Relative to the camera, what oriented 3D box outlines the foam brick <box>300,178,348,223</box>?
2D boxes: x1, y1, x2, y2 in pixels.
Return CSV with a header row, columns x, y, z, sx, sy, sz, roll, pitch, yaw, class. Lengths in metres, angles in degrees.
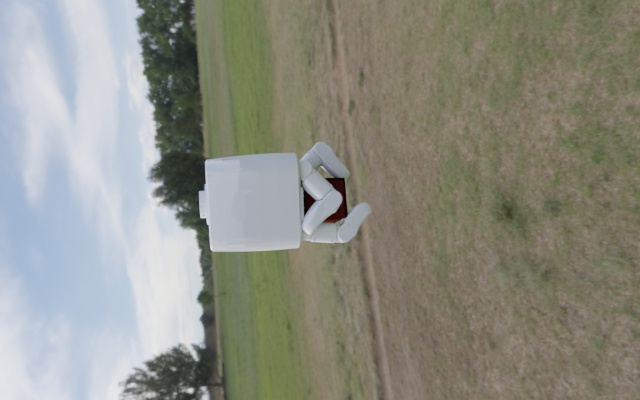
x,y,z,sx,sy,sz,roll,pitch,yaw,class
0.000,0.002,0.618,0.051,0.053,0.078,-3,-8,-11,foam brick
